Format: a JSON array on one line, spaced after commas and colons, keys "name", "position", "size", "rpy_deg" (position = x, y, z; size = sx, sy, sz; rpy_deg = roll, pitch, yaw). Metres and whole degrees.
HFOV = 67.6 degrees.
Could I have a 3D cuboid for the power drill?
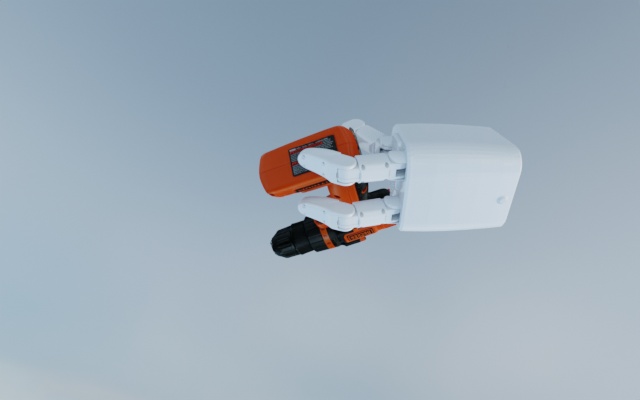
[{"name": "power drill", "position": [0.000, 0.002, 0.558], "size": [0.184, 0.057, 0.188], "rpy_deg": [-21, -30, 9]}]
